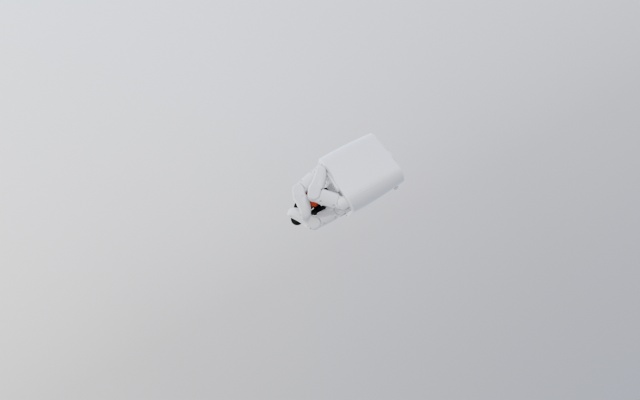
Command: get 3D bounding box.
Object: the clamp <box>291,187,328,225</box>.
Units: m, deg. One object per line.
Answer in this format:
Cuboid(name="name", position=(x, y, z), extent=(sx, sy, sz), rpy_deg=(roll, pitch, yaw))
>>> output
Cuboid(name="clamp", position=(0.000, 0.002, 0.895), extent=(0.120, 0.039, 0.171), rpy_deg=(-32, -5, -9))
